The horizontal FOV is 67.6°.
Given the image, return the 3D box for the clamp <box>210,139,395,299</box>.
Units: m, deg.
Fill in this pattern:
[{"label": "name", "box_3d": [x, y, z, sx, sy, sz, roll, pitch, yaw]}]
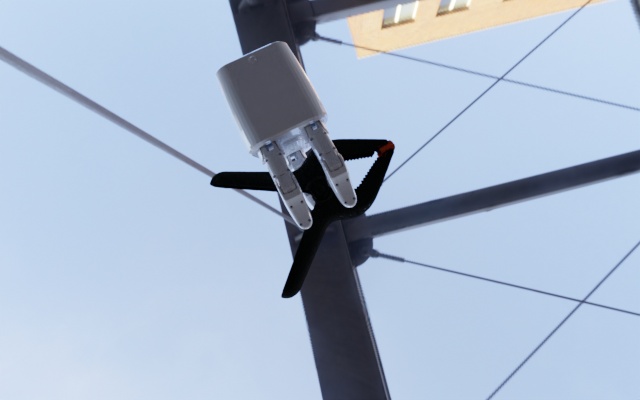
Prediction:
[{"label": "clamp", "box_3d": [0.000, 0.001, 0.550, 0.210, 0.164, 0.036, -26, -6, -5]}]
